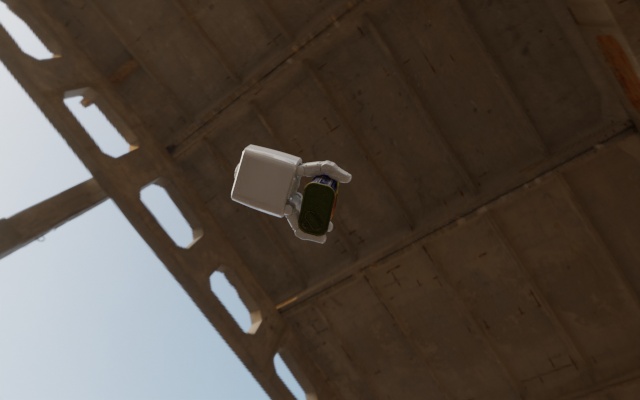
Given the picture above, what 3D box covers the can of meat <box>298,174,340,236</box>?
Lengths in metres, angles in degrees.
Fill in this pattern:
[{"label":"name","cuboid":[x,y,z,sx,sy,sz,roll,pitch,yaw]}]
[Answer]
[{"label":"can of meat","cuboid":[0.000,0.003,0.896,0.057,0.102,0.084,14,23,7]}]
